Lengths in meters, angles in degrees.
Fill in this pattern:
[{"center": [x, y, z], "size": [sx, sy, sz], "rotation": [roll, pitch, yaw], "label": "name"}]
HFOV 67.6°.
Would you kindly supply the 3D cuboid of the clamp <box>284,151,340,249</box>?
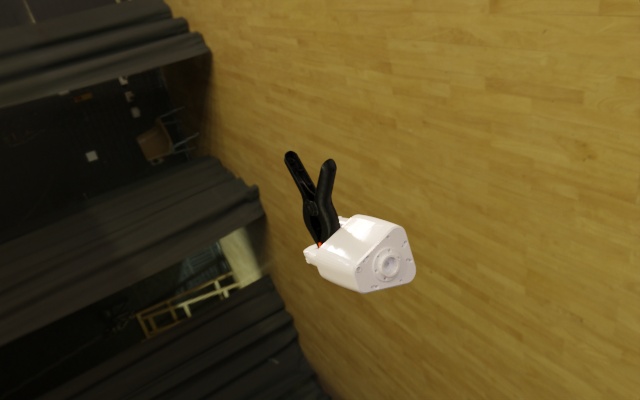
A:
[{"center": [0.000, 0.003, 0.750], "size": [0.039, 0.171, 0.120], "rotation": [-26, 17, -24], "label": "clamp"}]
